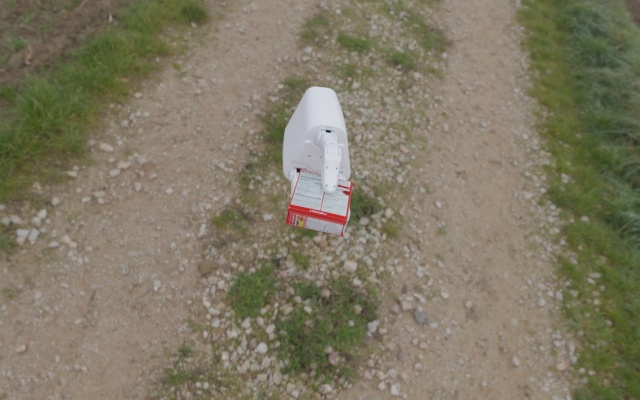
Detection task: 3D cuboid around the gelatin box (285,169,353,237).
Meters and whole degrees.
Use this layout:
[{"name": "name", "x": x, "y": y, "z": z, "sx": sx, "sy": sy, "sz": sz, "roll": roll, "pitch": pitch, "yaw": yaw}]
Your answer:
[{"name": "gelatin box", "x": 0.000, "y": 0.002, "z": 0.609, "sx": 0.073, "sy": 0.030, "sz": 0.089, "roll": 13, "pitch": 37, "yaw": 0}]
